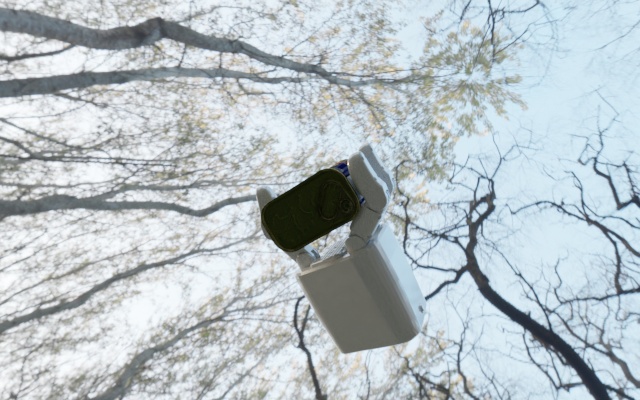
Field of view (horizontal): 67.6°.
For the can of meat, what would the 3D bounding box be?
[{"bbox_3d":[0.000,0.002,0.506,0.102,0.057,0.084,-31,3,22],"label":"can of meat"}]
